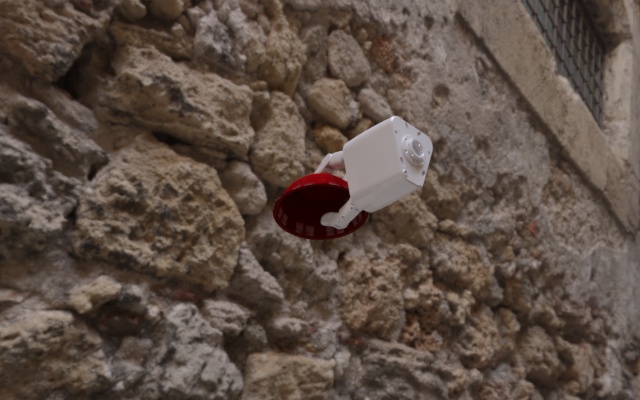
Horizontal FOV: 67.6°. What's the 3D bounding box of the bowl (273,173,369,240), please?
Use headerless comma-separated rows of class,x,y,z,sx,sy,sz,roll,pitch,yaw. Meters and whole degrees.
bowl,-0.001,0.003,0.821,0.162,0.055,0.162,-1,-38,-1
